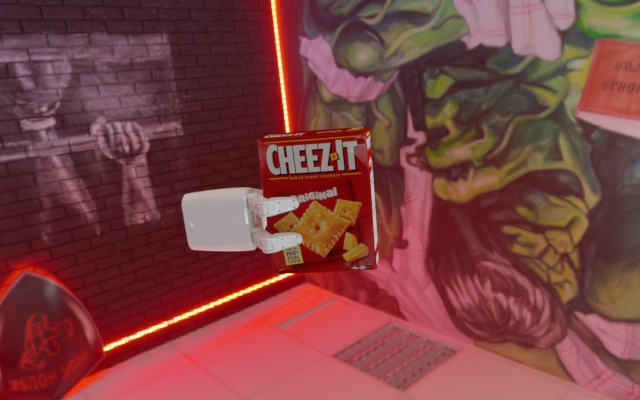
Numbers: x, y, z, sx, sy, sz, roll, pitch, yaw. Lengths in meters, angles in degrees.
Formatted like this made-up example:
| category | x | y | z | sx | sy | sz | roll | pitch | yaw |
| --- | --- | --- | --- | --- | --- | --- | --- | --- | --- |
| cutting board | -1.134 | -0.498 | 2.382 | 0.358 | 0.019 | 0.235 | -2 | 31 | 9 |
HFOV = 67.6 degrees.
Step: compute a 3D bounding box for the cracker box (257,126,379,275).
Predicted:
| category | x | y | z | sx | sy | sz | roll | pitch | yaw |
| --- | --- | --- | --- | --- | --- | --- | --- | --- | --- |
| cracker box | 0.000 | 0.003 | 0.729 | 0.164 | 0.214 | 0.072 | -3 | 14 | 10 |
